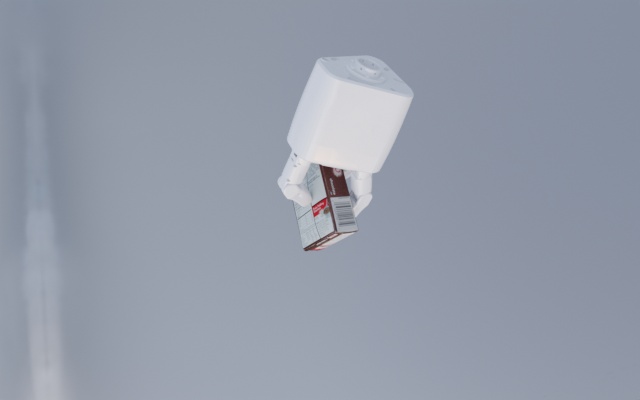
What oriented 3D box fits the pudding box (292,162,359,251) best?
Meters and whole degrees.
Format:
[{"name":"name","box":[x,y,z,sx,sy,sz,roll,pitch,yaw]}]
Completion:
[{"name":"pudding box","box":[0.000,0.002,0.638,0.039,0.113,0.090,-2,-19,-31]}]
